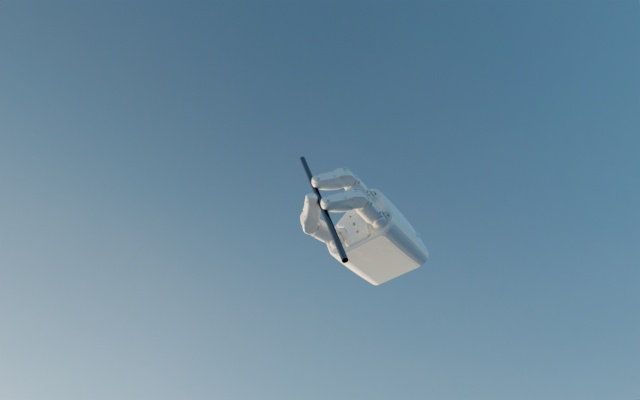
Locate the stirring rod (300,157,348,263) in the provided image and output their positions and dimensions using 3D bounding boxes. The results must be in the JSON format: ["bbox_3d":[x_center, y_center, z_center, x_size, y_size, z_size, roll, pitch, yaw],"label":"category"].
[{"bbox_3d":[0.000,0.002,0.639,0.011,0.011,0.239,0,34,-16],"label":"stirring rod"}]
